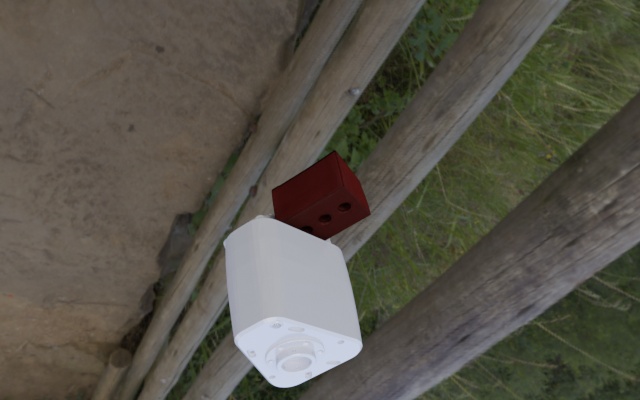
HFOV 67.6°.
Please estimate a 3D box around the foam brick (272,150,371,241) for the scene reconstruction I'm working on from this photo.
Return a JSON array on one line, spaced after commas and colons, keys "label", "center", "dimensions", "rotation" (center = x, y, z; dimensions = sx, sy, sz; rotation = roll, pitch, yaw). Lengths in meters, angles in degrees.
[{"label": "foam brick", "center": [0.000, 0.001, 0.461], "dimensions": [0.078, 0.051, 0.053], "rotation": [-32, -48, 16]}]
